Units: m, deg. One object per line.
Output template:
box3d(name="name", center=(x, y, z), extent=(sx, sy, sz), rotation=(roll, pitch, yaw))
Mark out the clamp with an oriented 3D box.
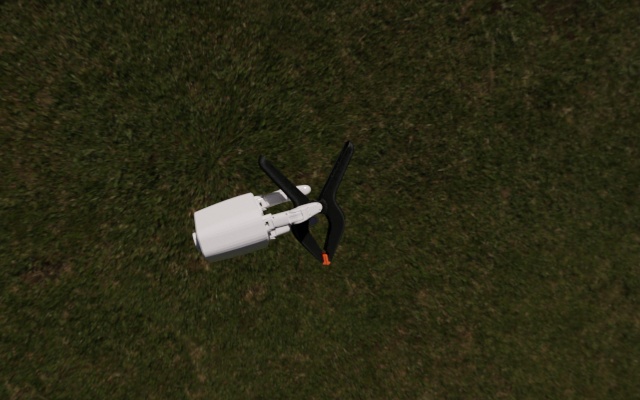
box3d(name="clamp", center=(0.000, 0.003, 0.813), extent=(0.164, 0.210, 0.036), rotation=(-18, 8, -10))
